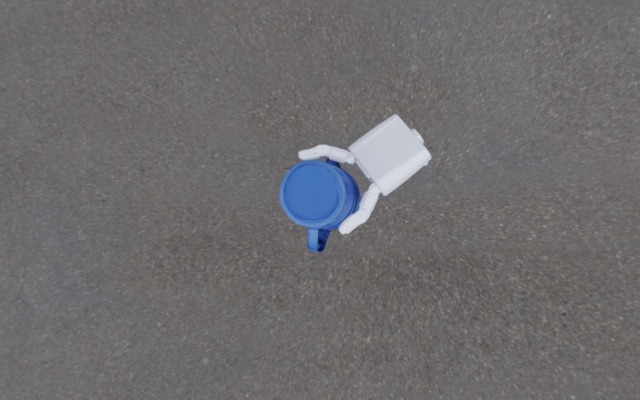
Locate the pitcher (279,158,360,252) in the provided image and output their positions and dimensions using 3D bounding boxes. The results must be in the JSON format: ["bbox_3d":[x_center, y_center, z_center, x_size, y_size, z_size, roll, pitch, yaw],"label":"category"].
[{"bbox_3d":[0.000,0.003,0.863,0.145,0.149,0.243,-35,-5,5],"label":"pitcher"}]
